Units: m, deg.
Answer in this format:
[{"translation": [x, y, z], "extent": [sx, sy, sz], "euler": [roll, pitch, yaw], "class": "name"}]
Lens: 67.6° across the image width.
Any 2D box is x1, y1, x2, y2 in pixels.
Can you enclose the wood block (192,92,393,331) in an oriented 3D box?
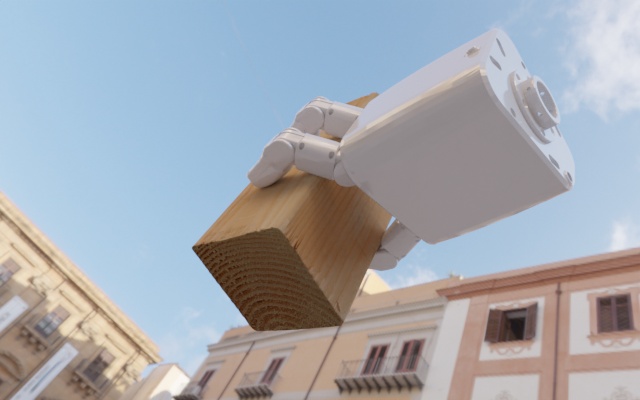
[{"translation": [0.001, 0.001, 0.408], "extent": [0.090, 0.091, 0.206], "euler": [-15, 27, 35], "class": "wood block"}]
